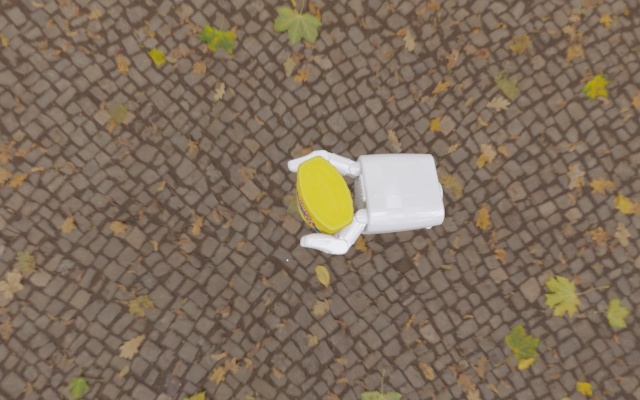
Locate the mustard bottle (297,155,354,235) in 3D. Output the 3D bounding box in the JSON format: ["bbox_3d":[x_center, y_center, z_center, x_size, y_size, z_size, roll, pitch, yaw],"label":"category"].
[{"bbox_3d":[0.000,0.002,0.671,0.058,0.096,0.191,-28,-4,-7],"label":"mustard bottle"}]
